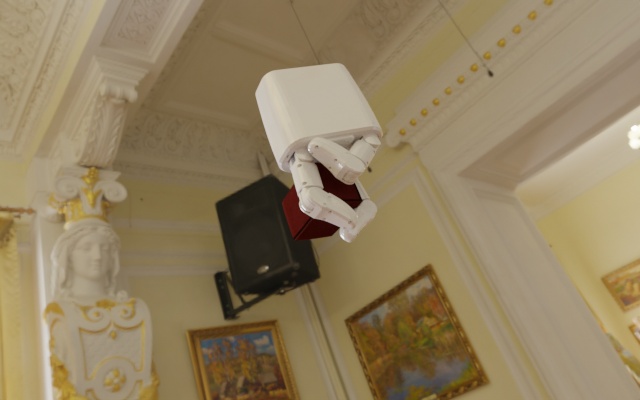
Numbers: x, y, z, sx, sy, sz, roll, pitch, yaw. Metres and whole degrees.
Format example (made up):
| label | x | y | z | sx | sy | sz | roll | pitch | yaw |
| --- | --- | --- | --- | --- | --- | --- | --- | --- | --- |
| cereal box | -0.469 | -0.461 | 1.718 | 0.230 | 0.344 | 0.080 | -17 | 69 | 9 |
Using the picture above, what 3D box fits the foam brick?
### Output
| label | x | y | z | sx | sy | sz | roll | pitch | yaw |
| --- | --- | --- | --- | --- | --- | --- | --- | --- | --- |
| foam brick | 0.000 | 0.002 | 0.530 | 0.053 | 0.051 | 0.078 | -3 | -33 | -34 |
